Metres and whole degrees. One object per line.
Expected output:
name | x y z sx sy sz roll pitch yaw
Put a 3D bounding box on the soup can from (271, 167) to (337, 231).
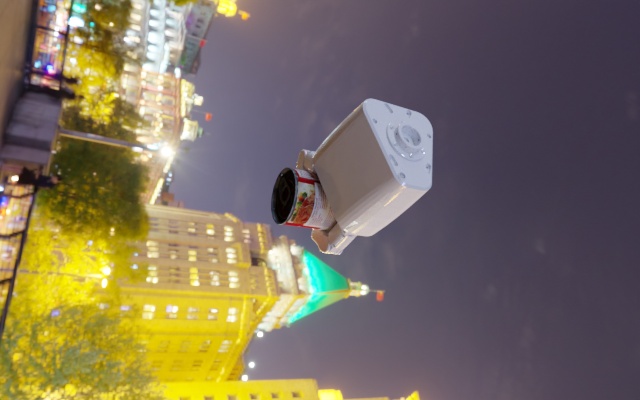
soup can | 0.000 0.002 0.580 0.102 0.068 0.068 10 -5 -28
